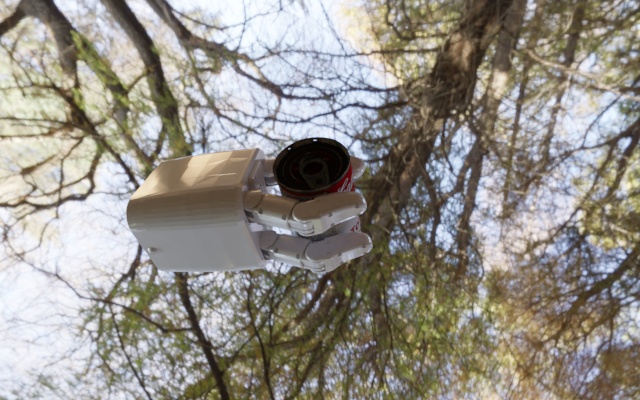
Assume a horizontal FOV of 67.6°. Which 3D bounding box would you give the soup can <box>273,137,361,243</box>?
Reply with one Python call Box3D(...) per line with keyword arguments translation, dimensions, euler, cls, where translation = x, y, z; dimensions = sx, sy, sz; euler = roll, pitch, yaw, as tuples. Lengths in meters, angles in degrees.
Box3D(translation=(0.001, 0.002, 0.446), dimensions=(0.068, 0.068, 0.102), euler=(0, -42, 13), cls="soup can")
